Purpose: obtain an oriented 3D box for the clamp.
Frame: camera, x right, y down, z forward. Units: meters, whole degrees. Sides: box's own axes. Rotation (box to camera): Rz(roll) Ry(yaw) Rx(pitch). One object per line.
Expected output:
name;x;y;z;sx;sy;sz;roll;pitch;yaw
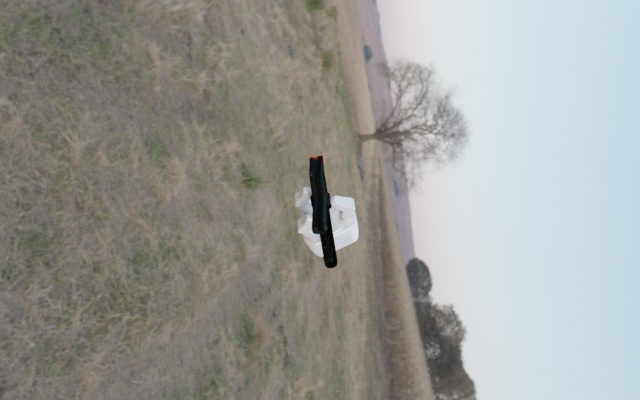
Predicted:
clamp;0.001;0.002;0.865;0.036;0.210;0.165;-8;-23;4
